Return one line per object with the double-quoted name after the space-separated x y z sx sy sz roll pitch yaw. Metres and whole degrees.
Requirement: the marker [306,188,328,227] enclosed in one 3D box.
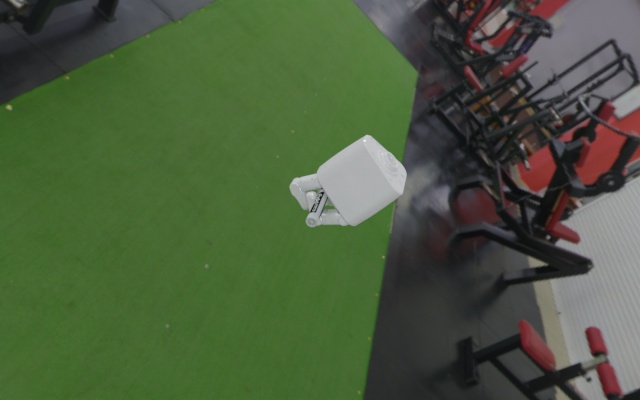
0.000 0.003 0.787 0.020 0.020 0.121 0 31 16 "marker"
